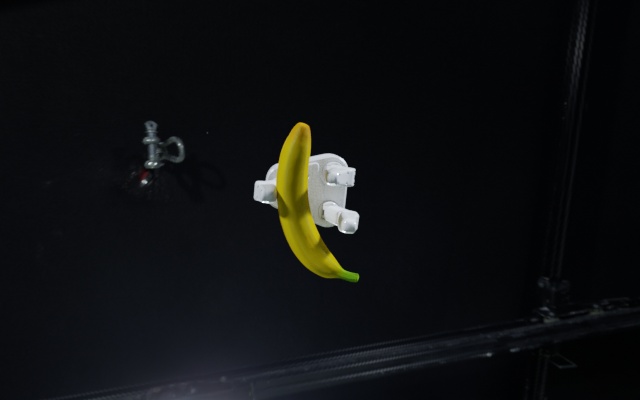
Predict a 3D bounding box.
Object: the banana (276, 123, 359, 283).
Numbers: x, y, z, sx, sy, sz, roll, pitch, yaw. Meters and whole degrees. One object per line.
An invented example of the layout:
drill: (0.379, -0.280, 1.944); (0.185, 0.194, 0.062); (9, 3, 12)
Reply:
banana: (-0.016, 0.011, 0.565); (0.069, 0.198, 0.037); (-19, 8, 5)
